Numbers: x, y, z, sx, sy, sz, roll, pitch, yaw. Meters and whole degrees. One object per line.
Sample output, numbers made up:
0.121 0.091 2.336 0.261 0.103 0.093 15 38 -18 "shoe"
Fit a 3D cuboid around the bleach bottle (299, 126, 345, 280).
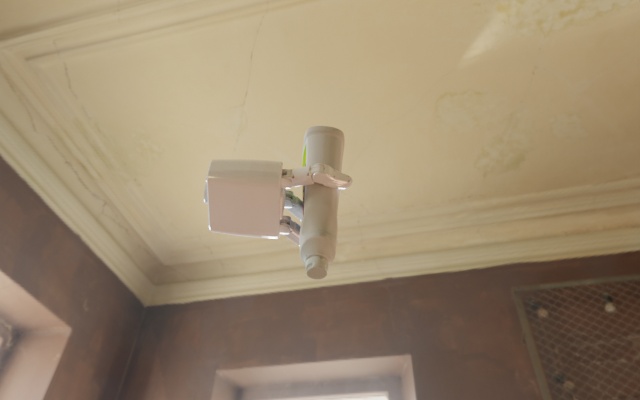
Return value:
0.000 0.002 0.720 0.068 0.250 0.103 5 -44 -2 "bleach bottle"
